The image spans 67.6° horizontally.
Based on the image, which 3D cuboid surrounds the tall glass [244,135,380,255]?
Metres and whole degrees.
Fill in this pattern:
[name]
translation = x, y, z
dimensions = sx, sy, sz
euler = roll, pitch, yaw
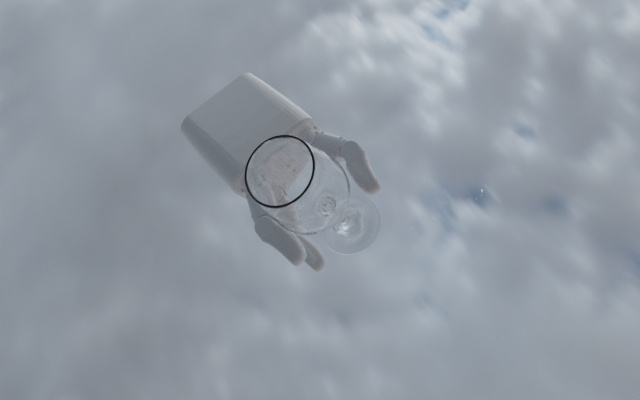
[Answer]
[tall glass]
translation = 0.000, 0.002, 0.469
dimensions = 0.079, 0.079, 0.201
euler = 0, -15, 20
